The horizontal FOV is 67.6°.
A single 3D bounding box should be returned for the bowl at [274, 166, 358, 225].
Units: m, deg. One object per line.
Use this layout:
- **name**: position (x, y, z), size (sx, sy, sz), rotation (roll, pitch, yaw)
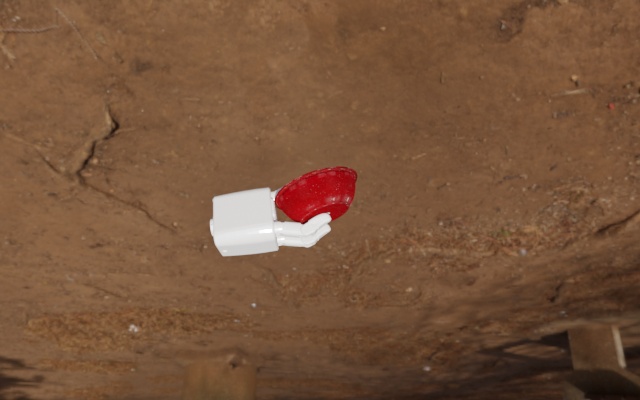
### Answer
- **bowl**: position (0.002, 0.003, 0.867), size (0.162, 0.055, 0.162), rotation (-18, -22, -7)
